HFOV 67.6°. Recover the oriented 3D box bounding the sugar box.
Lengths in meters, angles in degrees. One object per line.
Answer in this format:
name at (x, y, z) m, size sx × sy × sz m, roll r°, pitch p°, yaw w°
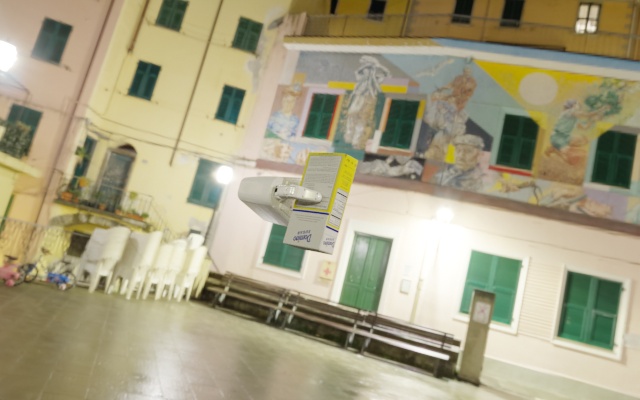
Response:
sugar box at (0.000, 0.003, 0.850) m, size 0.093 × 0.176 × 0.048 m, roll 7°, pitch -12°, yaw 44°
